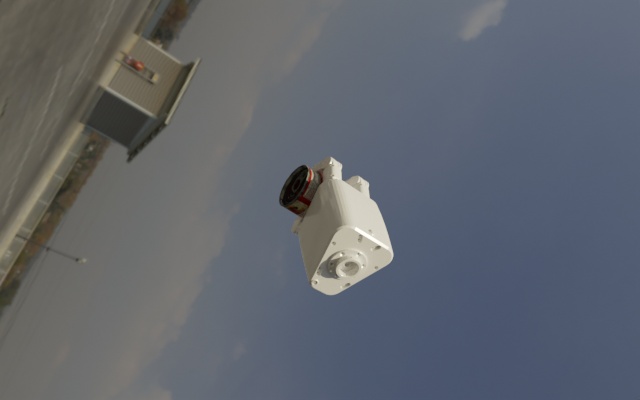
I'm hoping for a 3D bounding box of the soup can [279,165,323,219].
[{"bbox_3d":[0.000,0.002,0.701,0.102,0.068,0.068,32,-15,-26],"label":"soup can"}]
